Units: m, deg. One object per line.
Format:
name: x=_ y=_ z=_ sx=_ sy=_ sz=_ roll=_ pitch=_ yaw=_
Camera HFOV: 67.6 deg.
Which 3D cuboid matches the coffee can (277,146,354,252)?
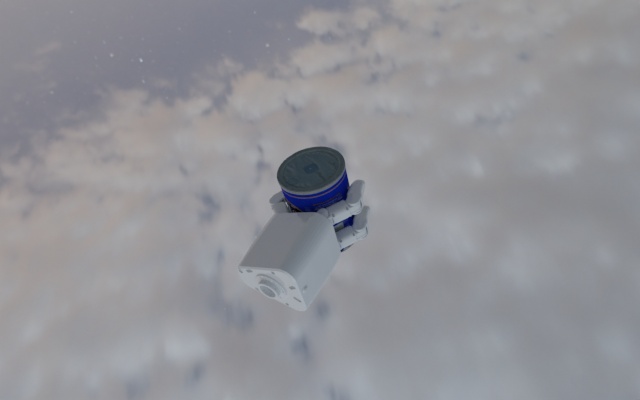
coffee can: x=0.000 y=0.002 z=0.742 sx=0.103 sy=0.140 sz=0.102 roll=-9 pitch=42 yaw=8
